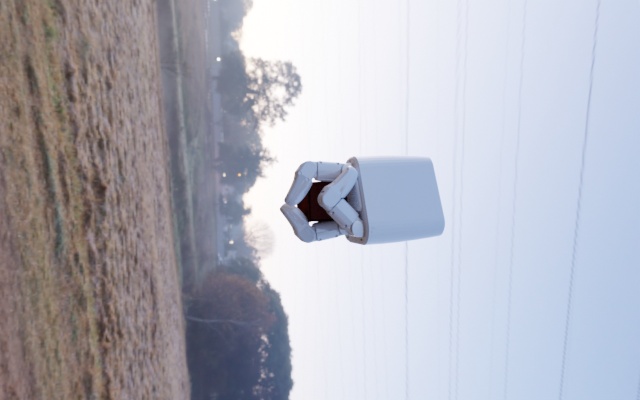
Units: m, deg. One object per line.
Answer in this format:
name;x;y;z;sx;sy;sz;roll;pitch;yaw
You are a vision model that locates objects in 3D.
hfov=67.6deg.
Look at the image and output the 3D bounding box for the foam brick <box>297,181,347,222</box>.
foam brick;0.000;0.002;0.639;0.051;0.053;0.078;-4;0;-14
